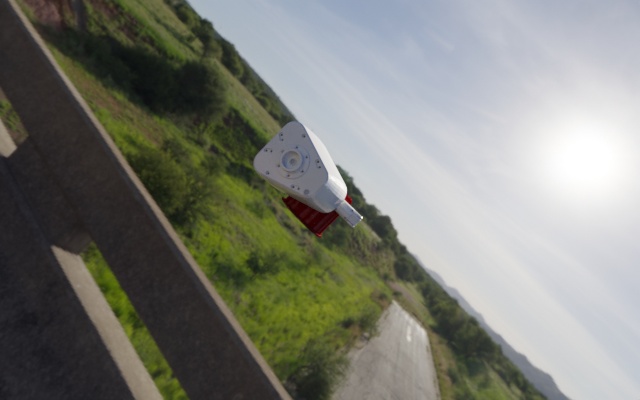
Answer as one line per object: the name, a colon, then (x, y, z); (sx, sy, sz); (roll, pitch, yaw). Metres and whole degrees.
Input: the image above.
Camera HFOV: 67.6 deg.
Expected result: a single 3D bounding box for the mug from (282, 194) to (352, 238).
mug: (0.001, 0.003, 0.798); (0.093, 0.081, 0.117); (47, 3, 17)
